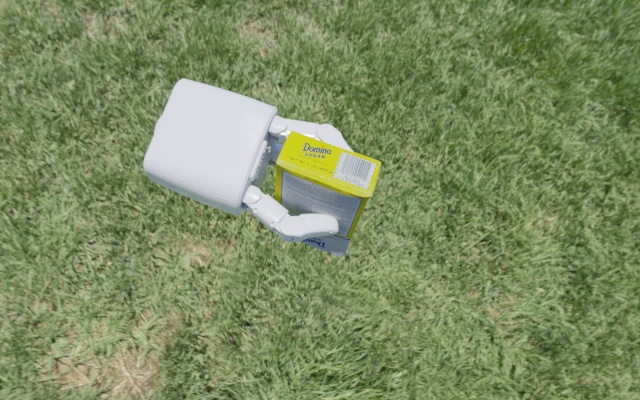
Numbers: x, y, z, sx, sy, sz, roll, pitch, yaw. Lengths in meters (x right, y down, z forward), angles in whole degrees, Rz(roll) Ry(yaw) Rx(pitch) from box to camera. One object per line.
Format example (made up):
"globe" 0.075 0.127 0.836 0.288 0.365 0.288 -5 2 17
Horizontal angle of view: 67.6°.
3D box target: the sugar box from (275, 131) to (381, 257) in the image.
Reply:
"sugar box" 0.000 0.001 0.513 0.093 0.048 0.176 21 -23 3
